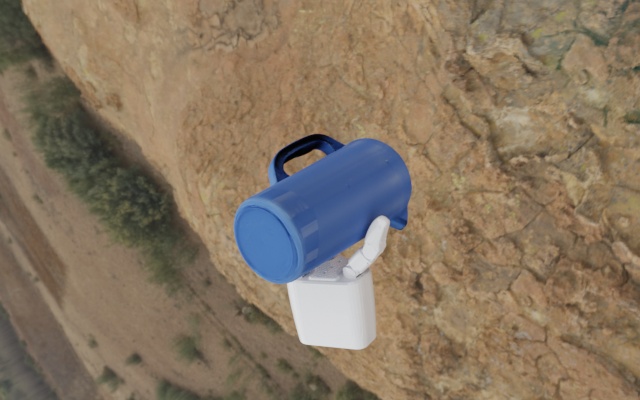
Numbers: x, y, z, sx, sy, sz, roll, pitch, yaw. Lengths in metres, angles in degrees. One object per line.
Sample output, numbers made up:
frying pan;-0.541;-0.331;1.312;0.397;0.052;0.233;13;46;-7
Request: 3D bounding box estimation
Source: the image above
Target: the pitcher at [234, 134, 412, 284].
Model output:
pitcher;0.000;0.002;0.626;0.149;0.145;0.242;8;23;37
